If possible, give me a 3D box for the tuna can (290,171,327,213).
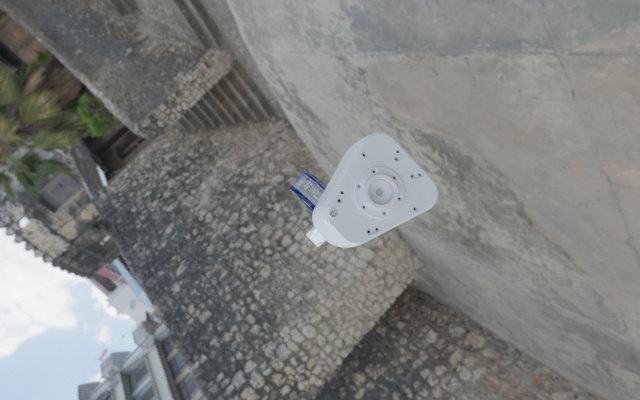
[{"bbox_3d":[0.000,0.002,0.630,0.086,0.034,0.086,43,-4,4],"label":"tuna can"}]
